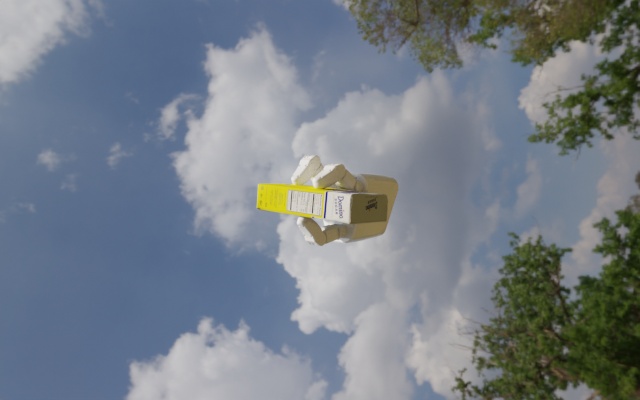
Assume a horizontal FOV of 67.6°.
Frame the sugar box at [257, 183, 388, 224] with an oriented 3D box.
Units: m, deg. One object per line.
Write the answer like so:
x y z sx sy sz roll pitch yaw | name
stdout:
0.000 0.002 0.695 0.176 0.048 0.093 4 3 38 | sugar box
